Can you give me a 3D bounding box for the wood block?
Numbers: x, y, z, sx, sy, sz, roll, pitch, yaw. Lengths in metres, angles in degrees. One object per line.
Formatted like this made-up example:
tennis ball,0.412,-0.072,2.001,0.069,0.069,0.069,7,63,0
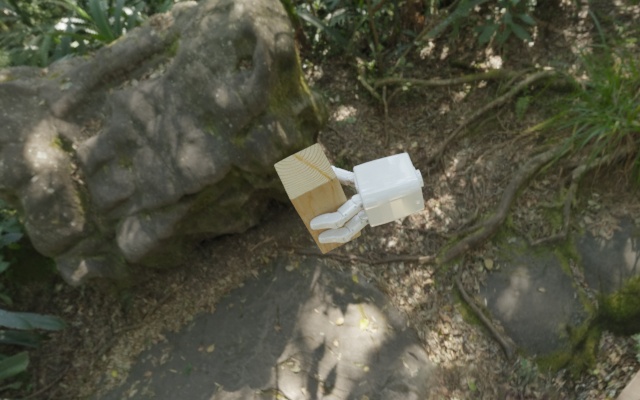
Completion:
wood block,0.000,0.002,0.897,0.090,0.090,0.206,-27,-36,0
